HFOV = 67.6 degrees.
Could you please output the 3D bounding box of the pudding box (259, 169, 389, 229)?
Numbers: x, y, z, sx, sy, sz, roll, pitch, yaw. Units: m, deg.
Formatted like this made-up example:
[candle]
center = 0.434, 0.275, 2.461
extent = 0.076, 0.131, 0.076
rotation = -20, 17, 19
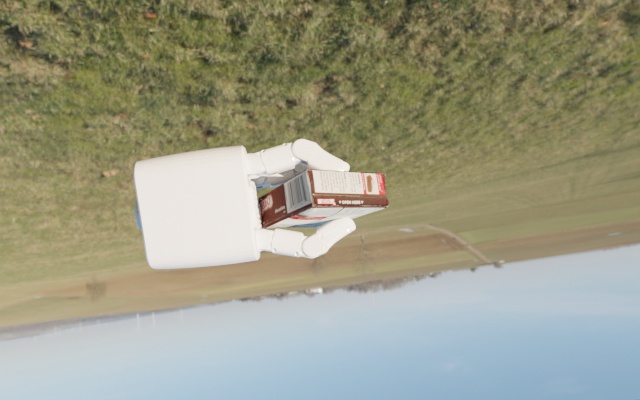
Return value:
[pudding box]
center = 0.000, 0.002, 0.488
extent = 0.090, 0.039, 0.113
rotation = 0, -12, -31
